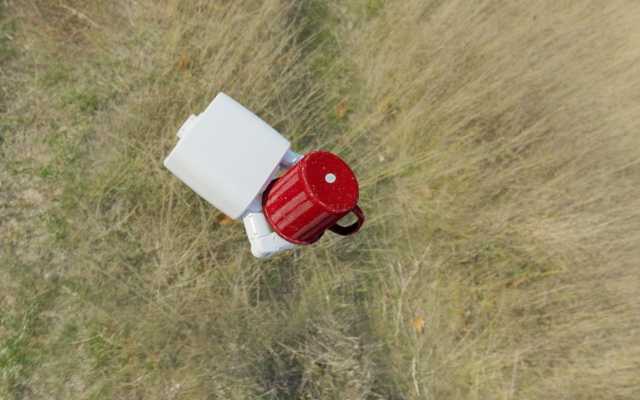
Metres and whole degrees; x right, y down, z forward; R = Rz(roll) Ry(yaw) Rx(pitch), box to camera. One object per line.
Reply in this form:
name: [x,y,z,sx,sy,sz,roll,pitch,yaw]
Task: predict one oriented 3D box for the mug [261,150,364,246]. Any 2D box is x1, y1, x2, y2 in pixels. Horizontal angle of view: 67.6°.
mug: [0.001,0.003,0.559,0.117,0.093,0.081,37,-43,-14]
